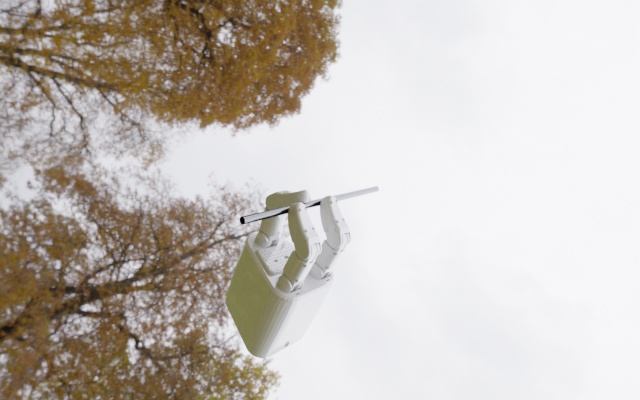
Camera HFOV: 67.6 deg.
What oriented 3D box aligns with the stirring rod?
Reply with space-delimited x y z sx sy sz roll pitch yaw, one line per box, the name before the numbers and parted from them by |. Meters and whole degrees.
stirring rod | 0.000 0.002 0.552 0.011 0.011 0.239 0 8 39
